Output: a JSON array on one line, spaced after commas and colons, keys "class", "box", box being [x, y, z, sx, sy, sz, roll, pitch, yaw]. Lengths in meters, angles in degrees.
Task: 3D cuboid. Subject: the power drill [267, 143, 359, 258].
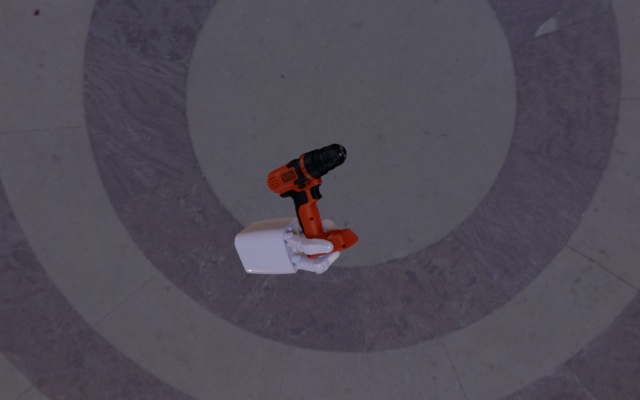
[{"class": "power drill", "box": [0.000, 0.003, 0.878, 0.184, 0.187, 0.057, -21, 2, 40]}]
